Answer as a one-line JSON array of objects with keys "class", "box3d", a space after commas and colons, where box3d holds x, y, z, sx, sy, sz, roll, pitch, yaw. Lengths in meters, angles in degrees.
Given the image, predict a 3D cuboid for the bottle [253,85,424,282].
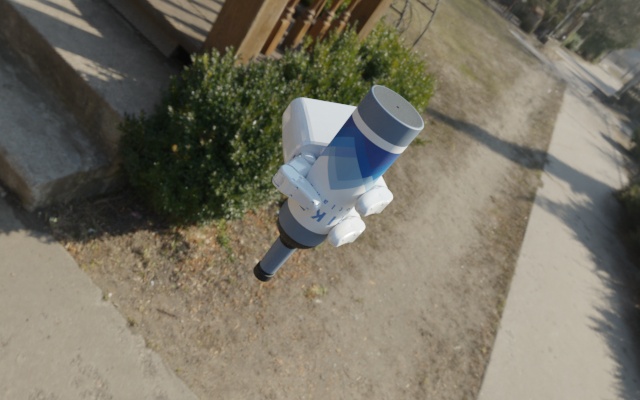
[{"class": "bottle", "box3d": [0.000, 0.002, 0.559, 0.069, 0.069, 0.296, 0, -41, -44]}]
